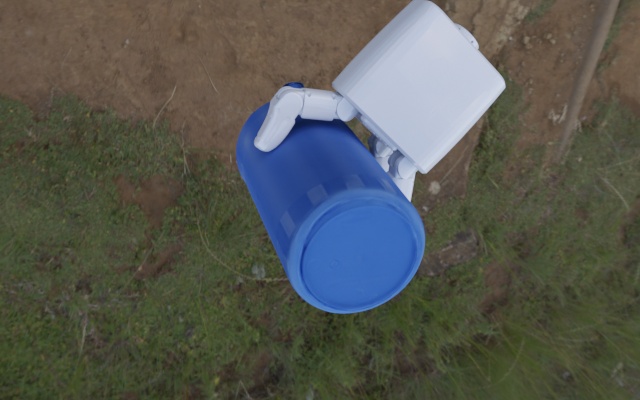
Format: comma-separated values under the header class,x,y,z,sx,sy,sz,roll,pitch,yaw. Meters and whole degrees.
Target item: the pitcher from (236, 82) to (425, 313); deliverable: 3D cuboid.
class,x,y,z,sx,sy,sz,roll,pitch,yaw
pitcher,0.000,0.001,0.453,0.149,0.145,0.242,39,10,-28
